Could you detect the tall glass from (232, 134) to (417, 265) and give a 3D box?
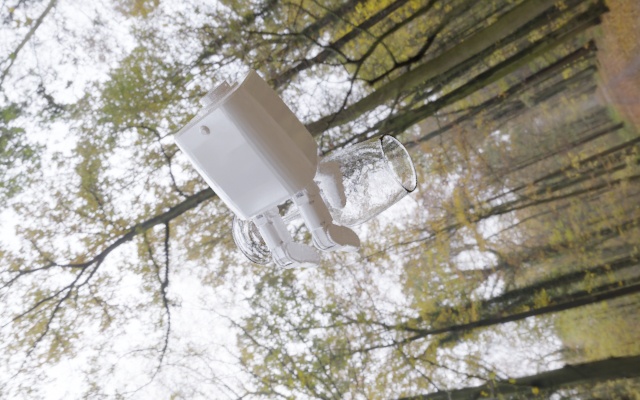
[{"bbox_3d":[0.000,0.002,0.506,0.201,0.079,0.079,-26,-15,32],"label":"tall glass"}]
